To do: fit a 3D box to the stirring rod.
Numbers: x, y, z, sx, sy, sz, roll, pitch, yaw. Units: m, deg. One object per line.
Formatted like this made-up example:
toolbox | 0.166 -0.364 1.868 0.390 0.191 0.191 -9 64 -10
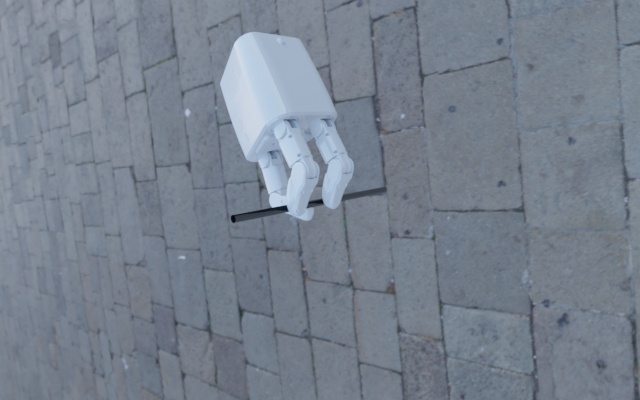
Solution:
stirring rod | 0.000 0.002 0.540 0.011 0.011 0.239 0 8 44
